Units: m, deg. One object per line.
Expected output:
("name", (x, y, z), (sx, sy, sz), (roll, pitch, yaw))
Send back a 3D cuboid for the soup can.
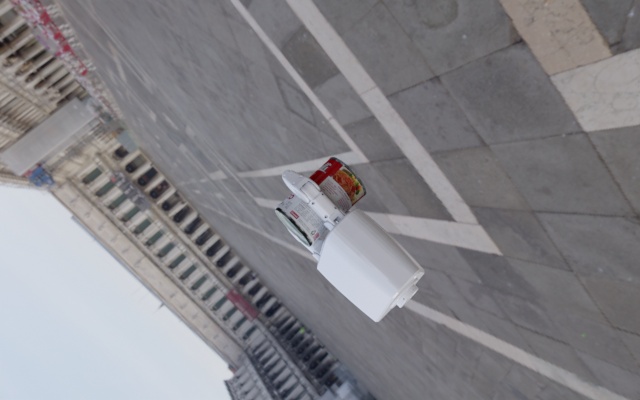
("soup can", (0.000, 0.002, 0.618), (0.102, 0.068, 0.068), (-43, 11, -12))
